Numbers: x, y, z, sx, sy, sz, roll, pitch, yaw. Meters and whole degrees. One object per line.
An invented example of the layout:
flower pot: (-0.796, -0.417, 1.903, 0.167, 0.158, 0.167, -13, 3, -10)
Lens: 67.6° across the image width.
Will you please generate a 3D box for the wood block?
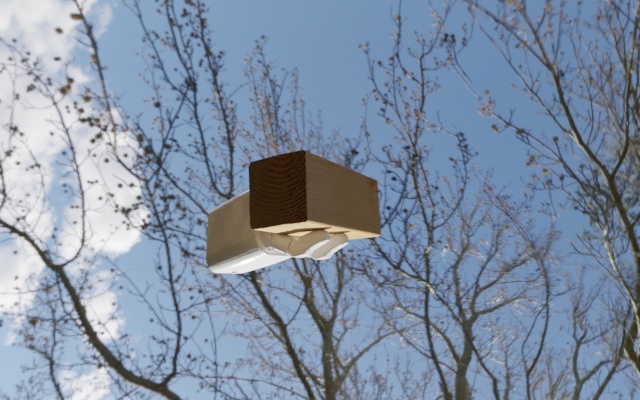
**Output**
wood block: (0.000, 0.002, 0.672, 0.090, 0.091, 0.206, -10, -13, 30)
